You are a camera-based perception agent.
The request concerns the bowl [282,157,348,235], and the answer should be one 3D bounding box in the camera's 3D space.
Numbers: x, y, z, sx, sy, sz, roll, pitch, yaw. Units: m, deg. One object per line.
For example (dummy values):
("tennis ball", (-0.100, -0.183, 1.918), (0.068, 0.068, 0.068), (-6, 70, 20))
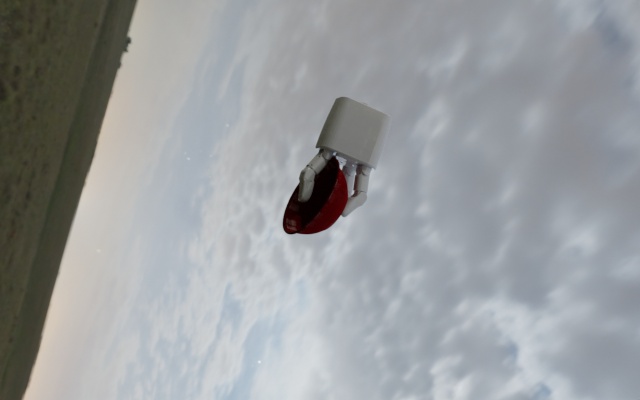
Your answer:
("bowl", (0.000, 0.004, 0.866), (0.055, 0.162, 0.162), (34, -15, -23))
